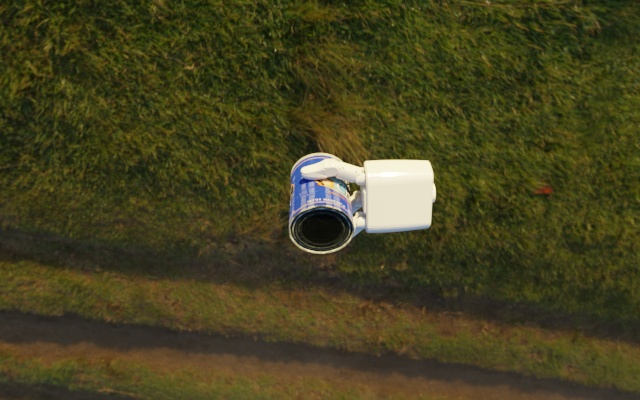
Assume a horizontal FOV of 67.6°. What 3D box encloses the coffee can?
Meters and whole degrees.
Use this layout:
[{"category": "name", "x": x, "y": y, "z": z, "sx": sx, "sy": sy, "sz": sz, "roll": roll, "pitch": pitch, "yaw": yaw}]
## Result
[{"category": "coffee can", "x": 0.000, "y": 0.002, "z": 0.791, "sx": 0.103, "sy": 0.103, "sz": 0.140, "roll": 0, "pitch": 40, "yaw": -2}]
